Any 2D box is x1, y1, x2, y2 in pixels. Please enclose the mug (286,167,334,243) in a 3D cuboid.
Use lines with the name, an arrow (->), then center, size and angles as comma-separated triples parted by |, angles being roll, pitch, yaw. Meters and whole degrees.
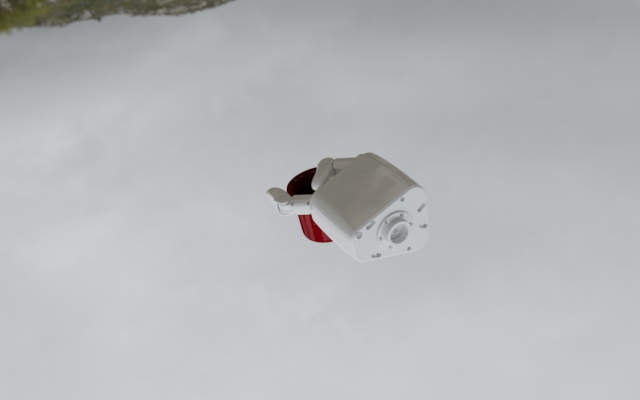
mug -> -0.001, 0.002, 0.701 | 0.093, 0.081, 0.117 | -24, 33, -16
